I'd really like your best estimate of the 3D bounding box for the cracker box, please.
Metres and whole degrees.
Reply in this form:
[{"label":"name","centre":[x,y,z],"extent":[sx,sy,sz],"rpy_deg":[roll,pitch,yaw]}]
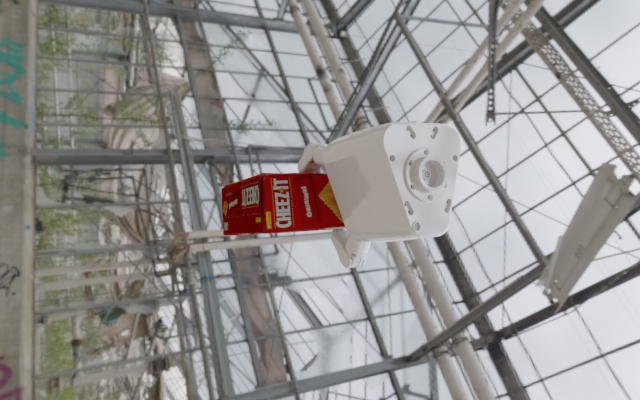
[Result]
[{"label":"cracker box","centre":[0.000,0.002,0.602],"extent":[0.214,0.072,0.164],"rpy_deg":[-3,-3,-27]}]
